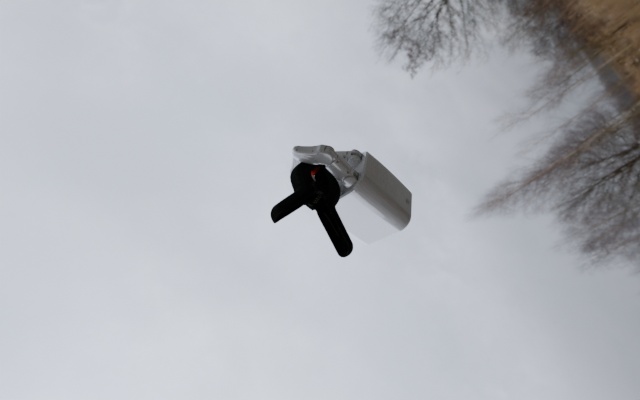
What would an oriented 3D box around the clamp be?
[{"bbox_3d":[0.000,0.002,0.660,0.039,0.120,0.171,-40,20,33],"label":"clamp"}]
